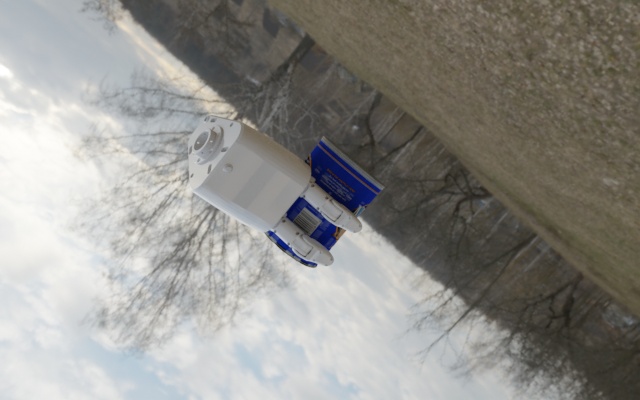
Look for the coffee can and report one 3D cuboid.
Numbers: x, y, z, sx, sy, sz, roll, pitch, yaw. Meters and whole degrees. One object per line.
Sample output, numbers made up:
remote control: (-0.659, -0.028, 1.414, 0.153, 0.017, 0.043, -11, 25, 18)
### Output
coffee can: (0.000, 0.002, 0.623, 0.103, 0.140, 0.103, 39, 7, -6)
